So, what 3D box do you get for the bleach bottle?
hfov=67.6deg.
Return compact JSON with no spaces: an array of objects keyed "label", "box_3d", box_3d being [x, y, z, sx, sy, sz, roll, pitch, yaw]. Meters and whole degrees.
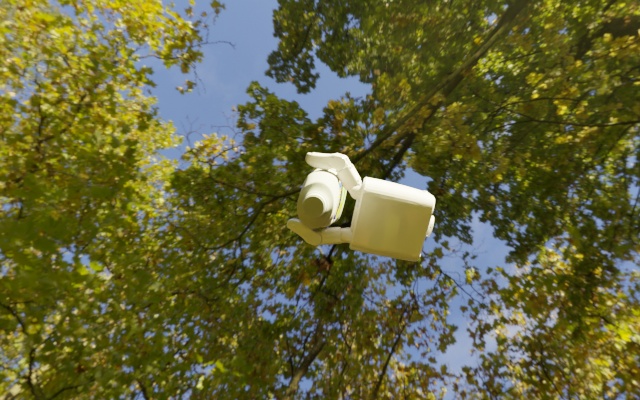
[{"label":"bleach bottle","box_3d":[0.000,0.002,0.730,0.068,0.102,0.251,13,8,4]}]
